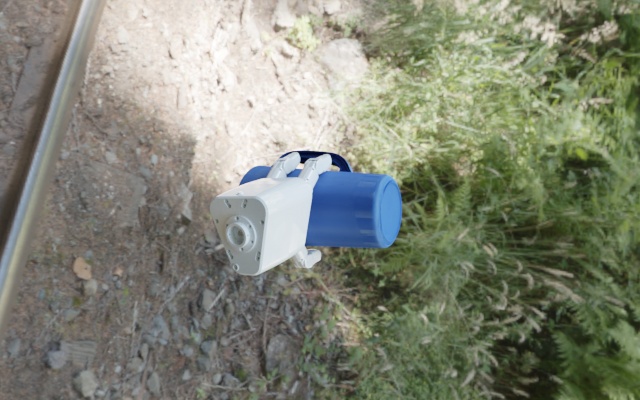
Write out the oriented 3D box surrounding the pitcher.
[{"bbox_3d":[0.000,0.003,0.753,0.243,0.149,0.145,2,15,28],"label":"pitcher"}]
